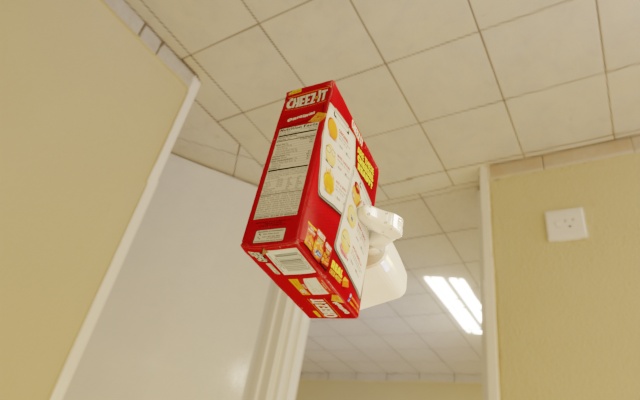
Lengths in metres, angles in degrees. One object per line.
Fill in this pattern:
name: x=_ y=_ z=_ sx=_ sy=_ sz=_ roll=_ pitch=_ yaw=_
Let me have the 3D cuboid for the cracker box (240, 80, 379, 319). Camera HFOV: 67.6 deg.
cracker box: x=0.000 y=0.002 z=0.538 sx=0.072 sy=0.213 sz=0.164 roll=-7 pitch=-38 yaw=24
